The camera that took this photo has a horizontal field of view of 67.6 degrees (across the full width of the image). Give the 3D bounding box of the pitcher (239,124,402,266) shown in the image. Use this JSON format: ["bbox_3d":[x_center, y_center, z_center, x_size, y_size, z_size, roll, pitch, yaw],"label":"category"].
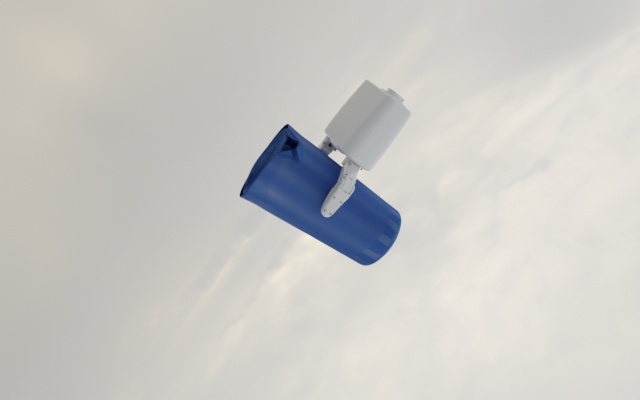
[{"bbox_3d":[0.000,0.002,0.762,0.243,0.145,0.149,34,13,-15],"label":"pitcher"}]
